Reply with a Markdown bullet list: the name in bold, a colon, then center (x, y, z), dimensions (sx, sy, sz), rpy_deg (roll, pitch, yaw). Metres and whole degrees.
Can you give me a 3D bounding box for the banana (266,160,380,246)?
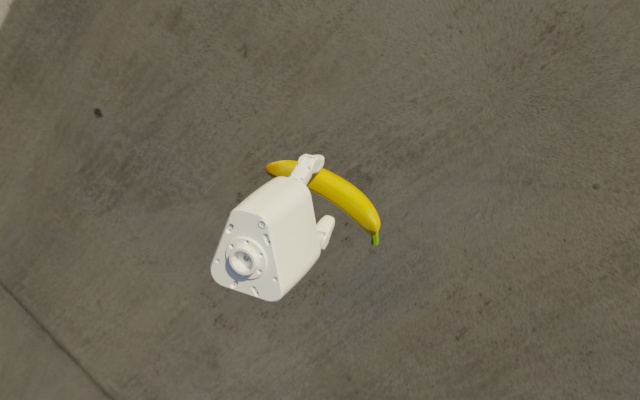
- **banana**: center (0.011, -0.008, 0.672), dimensions (0.198, 0.070, 0.037), rpy_deg (36, 36, 3)
